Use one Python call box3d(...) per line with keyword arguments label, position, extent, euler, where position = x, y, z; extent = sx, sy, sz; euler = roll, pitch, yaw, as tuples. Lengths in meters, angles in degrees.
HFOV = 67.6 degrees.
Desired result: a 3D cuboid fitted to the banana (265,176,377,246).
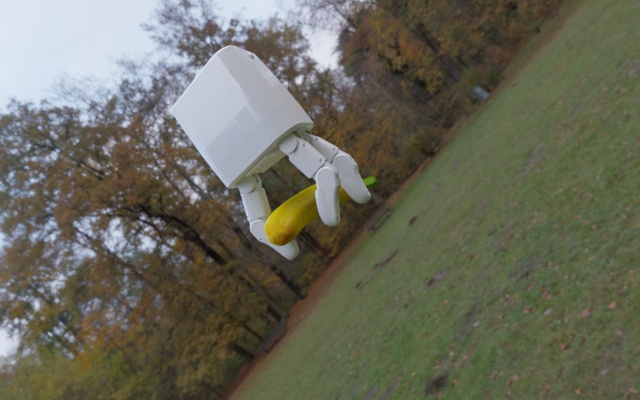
box3d(label="banana", position=(-0.011, 0.007, 0.527), extent=(0.070, 0.037, 0.197), euler=(-25, 5, 39))
